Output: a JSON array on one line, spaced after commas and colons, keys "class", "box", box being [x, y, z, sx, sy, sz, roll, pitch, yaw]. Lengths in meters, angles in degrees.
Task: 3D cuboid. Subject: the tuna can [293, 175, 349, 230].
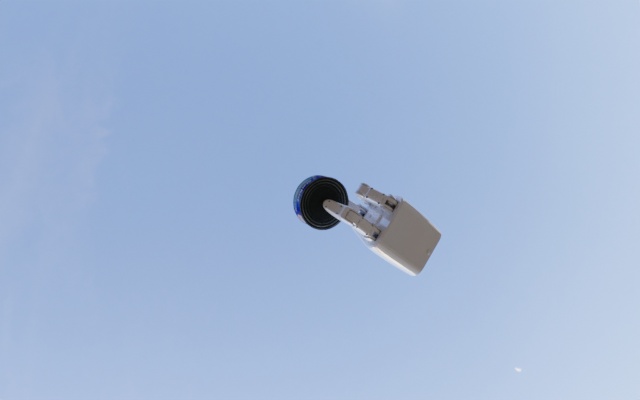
[{"class": "tuna can", "box": [0.000, 0.002, 0.767, 0.086, 0.086, 0.033, 0, 10, -26]}]
